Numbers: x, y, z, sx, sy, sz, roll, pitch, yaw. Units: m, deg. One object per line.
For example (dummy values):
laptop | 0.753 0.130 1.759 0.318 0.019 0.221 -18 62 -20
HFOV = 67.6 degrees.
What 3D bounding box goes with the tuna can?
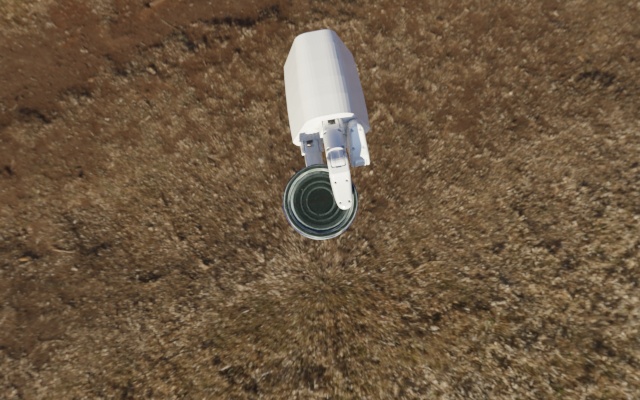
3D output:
tuna can | 0.000 0.002 0.545 0.086 0.086 0.034 0 -5 -1
